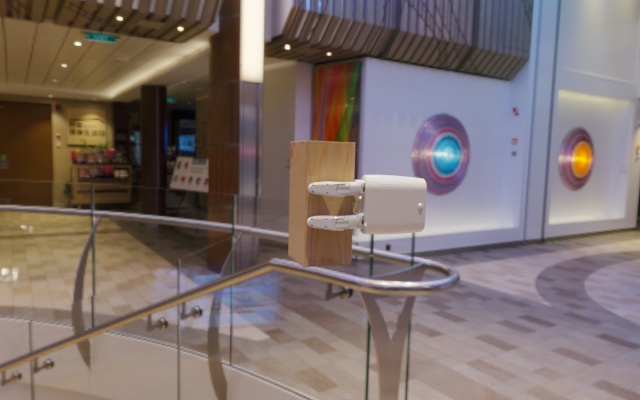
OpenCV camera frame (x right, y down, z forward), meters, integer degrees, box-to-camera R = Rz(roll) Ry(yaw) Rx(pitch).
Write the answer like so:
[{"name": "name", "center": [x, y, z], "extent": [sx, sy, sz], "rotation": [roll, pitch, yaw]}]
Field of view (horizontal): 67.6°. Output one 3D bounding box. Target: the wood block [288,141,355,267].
[{"name": "wood block", "center": [0.000, 0.003, 0.825], "extent": [0.090, 0.206, 0.091], "rotation": [0, 6, -20]}]
